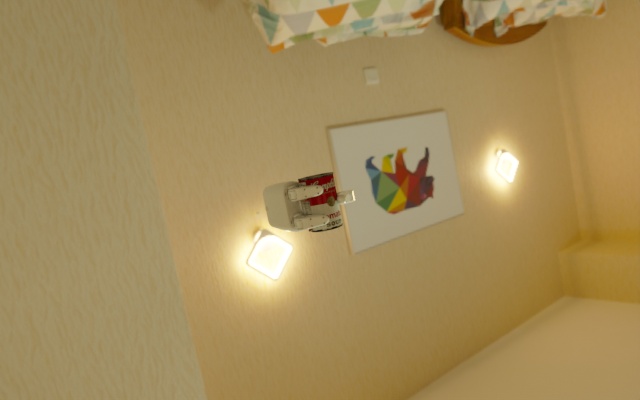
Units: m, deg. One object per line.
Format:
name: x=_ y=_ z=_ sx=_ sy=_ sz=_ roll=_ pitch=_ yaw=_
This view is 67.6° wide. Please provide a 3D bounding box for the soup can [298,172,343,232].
soup can: x=0.001 y=0.003 z=0.895 sx=0.068 sy=0.102 sz=0.068 roll=-11 pitch=6 yaw=1
